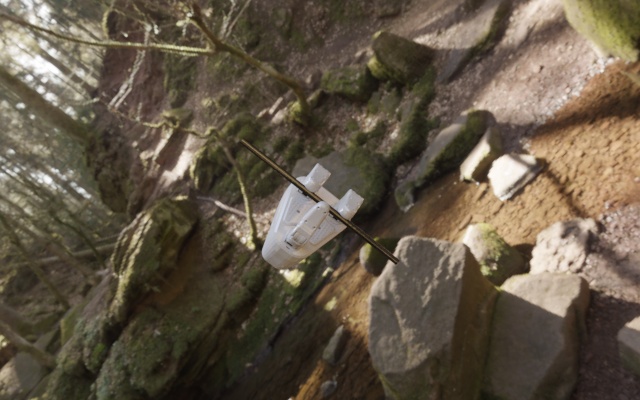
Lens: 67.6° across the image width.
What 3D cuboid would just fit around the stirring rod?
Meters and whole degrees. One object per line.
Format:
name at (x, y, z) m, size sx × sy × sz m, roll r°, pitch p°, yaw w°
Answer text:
stirring rod at (0.000, 0.002, 0.580) m, size 0.239 × 0.011 × 0.011 m, roll 38°, pitch -3°, yaw -3°
